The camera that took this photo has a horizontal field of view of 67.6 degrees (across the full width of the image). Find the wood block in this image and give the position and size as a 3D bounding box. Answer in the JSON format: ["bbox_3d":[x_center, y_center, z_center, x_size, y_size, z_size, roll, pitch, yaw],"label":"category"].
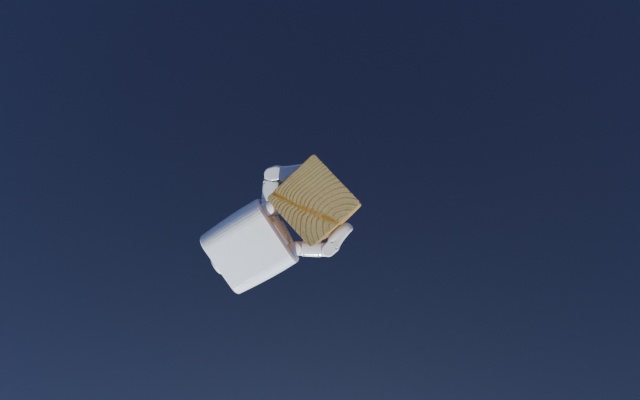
[{"bbox_3d":[0.000,0.003,0.725,0.090,0.091,0.206,-43,-5,3],"label":"wood block"}]
